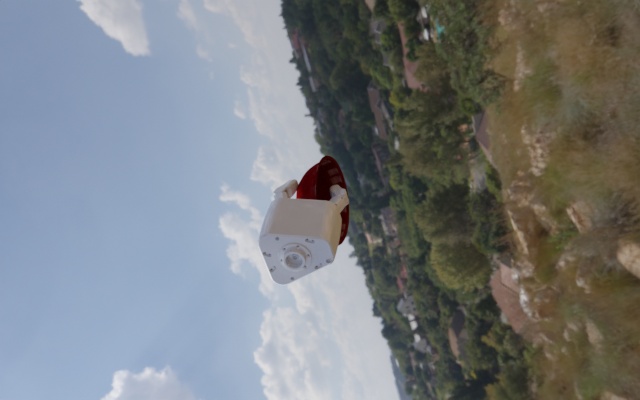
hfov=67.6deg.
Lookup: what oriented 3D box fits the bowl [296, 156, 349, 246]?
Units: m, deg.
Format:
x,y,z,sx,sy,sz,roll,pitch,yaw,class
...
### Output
x,y,z,sx,sy,sz,roll,pitch,yaw,class
0.000,0.003,0.858,0.055,0.162,0.162,-7,-3,23,bowl
